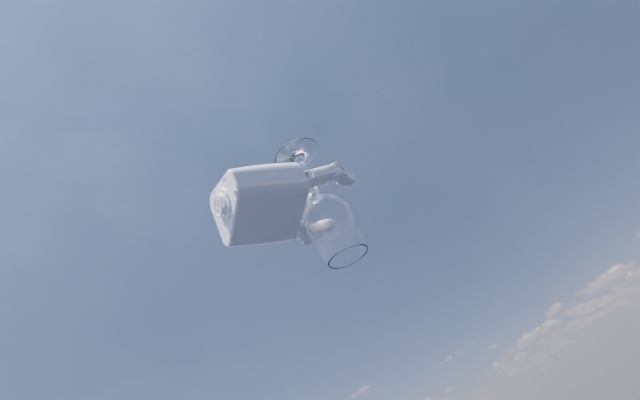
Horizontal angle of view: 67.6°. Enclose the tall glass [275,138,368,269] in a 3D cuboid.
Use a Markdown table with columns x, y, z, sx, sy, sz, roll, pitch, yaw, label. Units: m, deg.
| x | y | z | sx | sy | sz | roll | pitch | yaw | label |
| --- | --- | --- | --- | --- | --- | --- | --- | --- | --- |
| 0.000 | 0.002 | 0.718 | 0.079 | 0.201 | 0.079 | -20 | -30 | -12 | tall glass |
